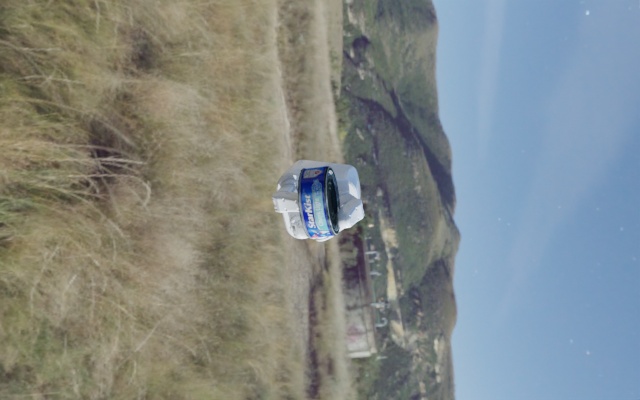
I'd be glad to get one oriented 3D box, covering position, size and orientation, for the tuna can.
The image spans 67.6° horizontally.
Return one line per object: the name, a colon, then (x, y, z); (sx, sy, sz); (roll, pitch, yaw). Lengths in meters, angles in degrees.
tuna can: (0.001, 0.002, 0.574); (0.034, 0.086, 0.086); (-6, -1, 12)
